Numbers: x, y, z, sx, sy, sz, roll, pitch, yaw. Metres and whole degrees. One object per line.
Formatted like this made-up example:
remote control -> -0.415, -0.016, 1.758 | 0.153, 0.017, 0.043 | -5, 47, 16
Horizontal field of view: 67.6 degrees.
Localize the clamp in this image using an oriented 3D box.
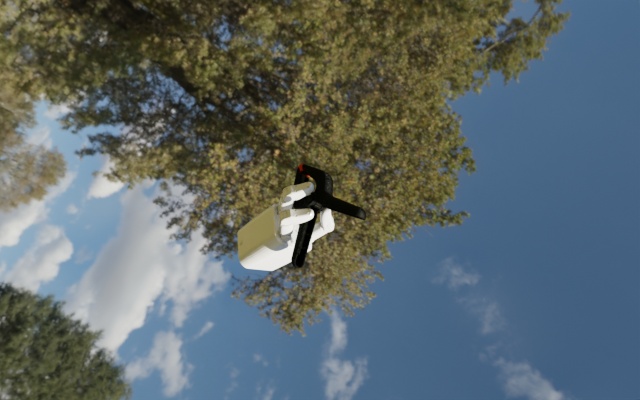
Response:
clamp -> 0.000, 0.003, 0.881 | 0.164, 0.209, 0.036 | -33, -44, 24
